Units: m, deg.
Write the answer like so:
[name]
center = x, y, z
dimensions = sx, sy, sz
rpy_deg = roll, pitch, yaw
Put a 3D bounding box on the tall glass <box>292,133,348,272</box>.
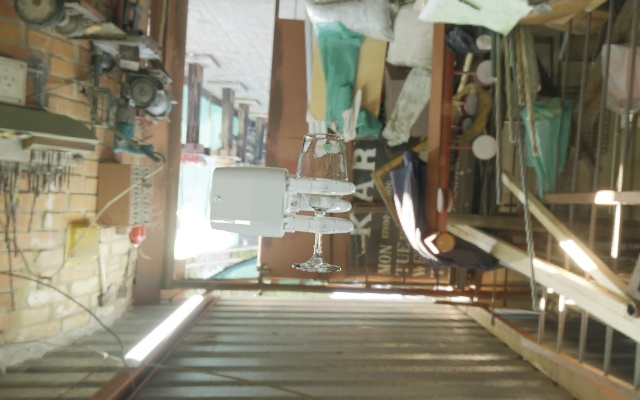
[tall glass]
center = 0.000, 0.003, 0.720
dimensions = 0.079, 0.201, 0.079
rpy_deg = 4, 1, 0
